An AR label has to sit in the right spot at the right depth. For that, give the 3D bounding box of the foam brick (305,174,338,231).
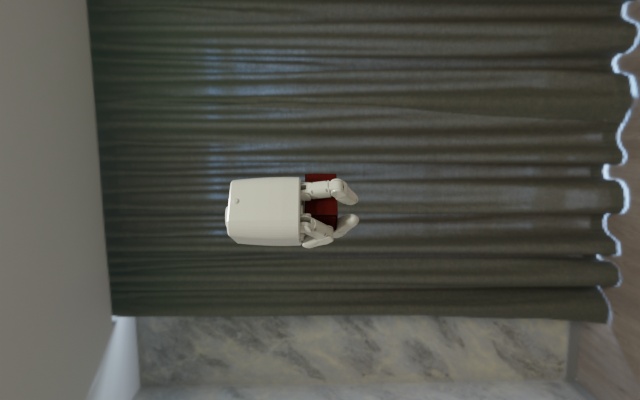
[{"bbox_3d":[0.000,0.002,0.754,0.051,0.078,0.053,0,-30,-1],"label":"foam brick"}]
